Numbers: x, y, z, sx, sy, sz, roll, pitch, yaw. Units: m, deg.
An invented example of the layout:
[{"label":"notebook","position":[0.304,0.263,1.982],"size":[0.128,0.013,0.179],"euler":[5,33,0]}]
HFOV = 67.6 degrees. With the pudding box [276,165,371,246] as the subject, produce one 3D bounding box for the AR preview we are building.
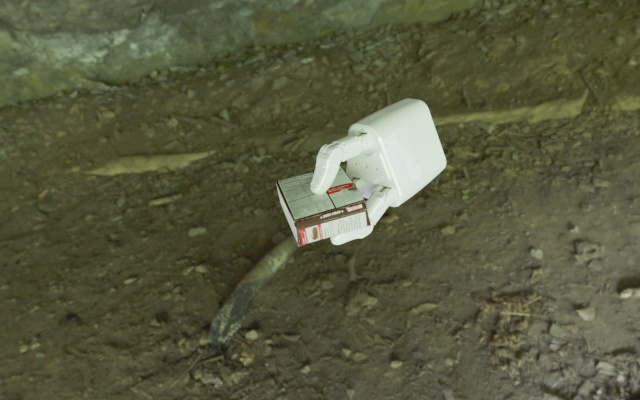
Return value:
[{"label":"pudding box","position":[0.000,0.002,0.585],"size":[0.090,0.039,0.113],"euler":[-16,29,-8]}]
